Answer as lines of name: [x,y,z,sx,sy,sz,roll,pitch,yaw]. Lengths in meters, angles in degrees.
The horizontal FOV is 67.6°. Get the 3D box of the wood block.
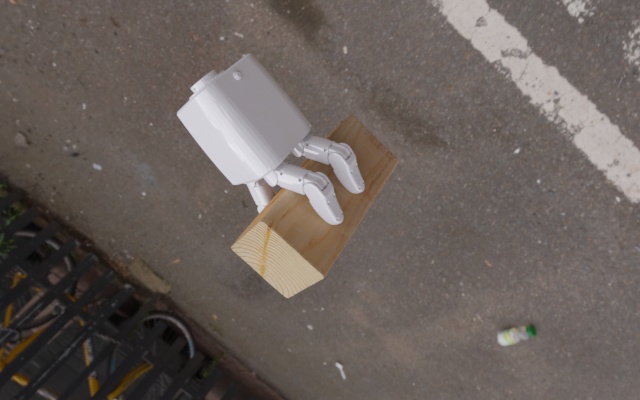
wood block: [0.000,0.002,0.572,0.091,0.090,0.206,-38,11,51]
